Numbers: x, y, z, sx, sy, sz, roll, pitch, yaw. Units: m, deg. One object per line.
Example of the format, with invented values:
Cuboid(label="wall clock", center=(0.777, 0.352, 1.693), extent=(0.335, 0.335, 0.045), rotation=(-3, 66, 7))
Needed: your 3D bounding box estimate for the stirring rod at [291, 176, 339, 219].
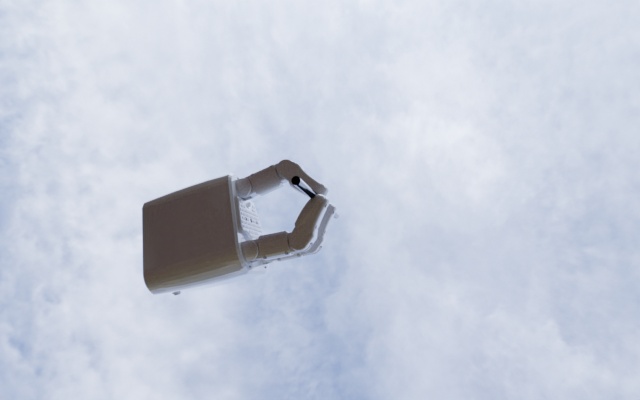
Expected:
Cuboid(label="stirring rod", center=(0.000, 0.002, 0.515), extent=(0.011, 0.011, 0.239), rotation=(0, -9, 10))
